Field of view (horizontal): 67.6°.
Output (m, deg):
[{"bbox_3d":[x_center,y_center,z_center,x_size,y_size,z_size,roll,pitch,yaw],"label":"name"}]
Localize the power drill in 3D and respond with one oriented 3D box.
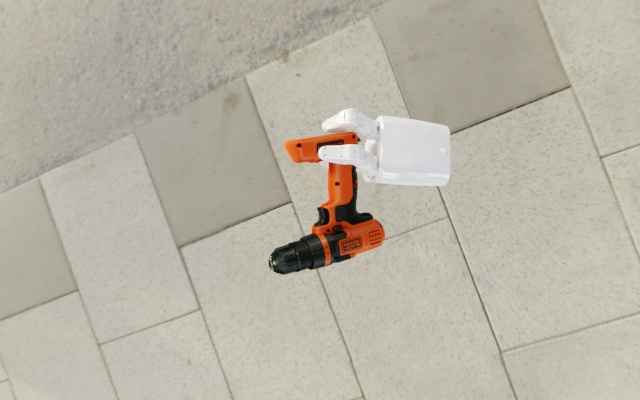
[{"bbox_3d":[0.000,0.002,0.683,0.184,0.188,0.057,-14,13,-26],"label":"power drill"}]
